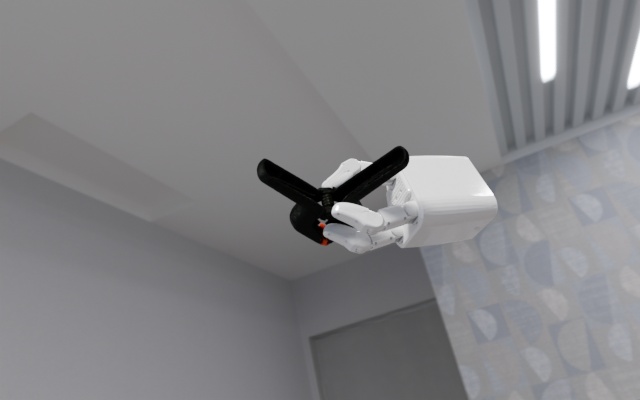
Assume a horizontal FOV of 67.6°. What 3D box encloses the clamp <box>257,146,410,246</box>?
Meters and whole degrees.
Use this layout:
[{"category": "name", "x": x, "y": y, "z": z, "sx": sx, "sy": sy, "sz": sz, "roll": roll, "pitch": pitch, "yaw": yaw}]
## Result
[{"category": "clamp", "x": 0.000, "y": 0.001, "z": 0.583, "sx": 0.164, "sy": 0.036, "sz": 0.210, "roll": -2, "pitch": -29, "yaw": -13}]
